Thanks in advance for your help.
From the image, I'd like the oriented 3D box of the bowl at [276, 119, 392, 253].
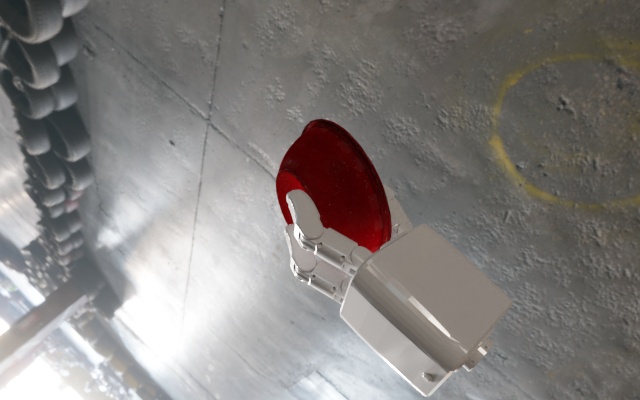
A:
[{"bbox_3d":[-0.001,0.001,0.490,0.055,0.162,0.162,-24,10,-25],"label":"bowl"}]
